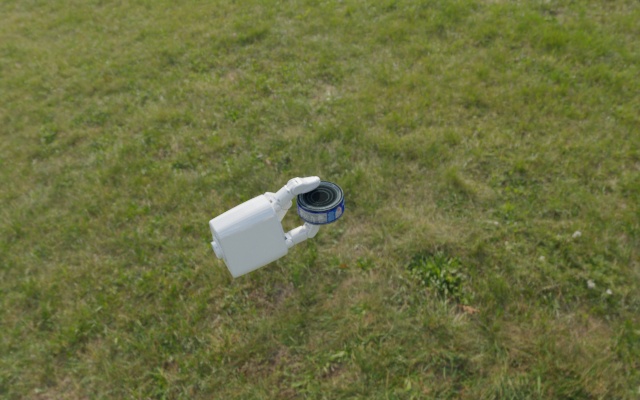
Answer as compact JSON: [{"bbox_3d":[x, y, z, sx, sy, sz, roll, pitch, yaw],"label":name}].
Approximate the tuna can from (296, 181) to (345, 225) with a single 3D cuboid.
[{"bbox_3d":[0.000,0.002,0.850,0.086,0.034,0.086,-3,41,2],"label":"tuna can"}]
